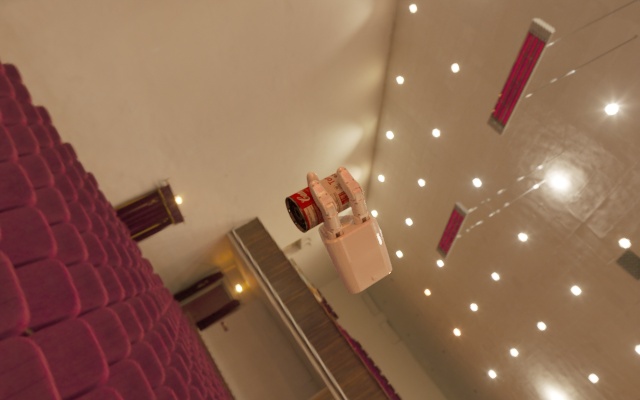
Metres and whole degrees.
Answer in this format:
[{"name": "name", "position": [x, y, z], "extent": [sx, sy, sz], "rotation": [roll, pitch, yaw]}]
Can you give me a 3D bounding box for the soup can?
[{"name": "soup can", "position": [0.000, 0.002, 0.819], "extent": [0.102, 0.068, 0.068], "rotation": [-28, 10, -20]}]
